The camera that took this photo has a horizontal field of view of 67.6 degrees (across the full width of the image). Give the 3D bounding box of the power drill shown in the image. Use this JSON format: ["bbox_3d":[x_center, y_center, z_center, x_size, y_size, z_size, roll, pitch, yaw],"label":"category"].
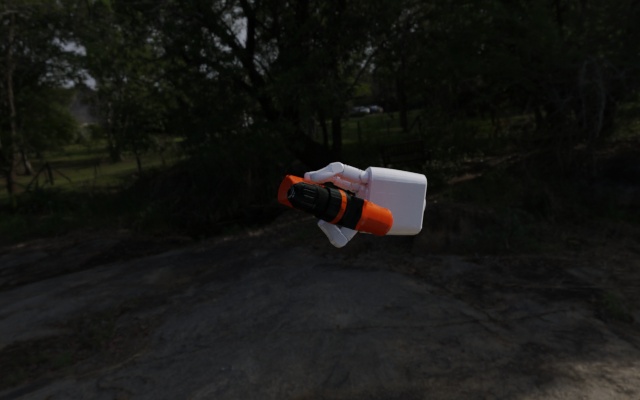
[{"bbox_3d":[0.000,0.002,0.778,0.184,0.057,0.187,20,1,-29],"label":"power drill"}]
